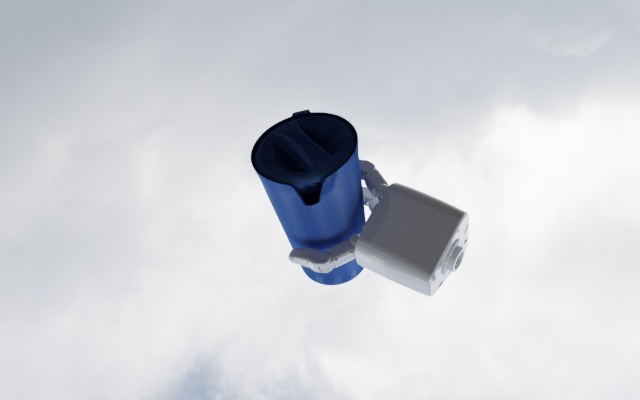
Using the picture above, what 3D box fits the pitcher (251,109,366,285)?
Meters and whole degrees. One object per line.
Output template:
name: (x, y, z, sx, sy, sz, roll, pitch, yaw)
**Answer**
pitcher: (0.000, 0.002, 0.668, 0.145, 0.243, 0.149, 24, 57, 32)
